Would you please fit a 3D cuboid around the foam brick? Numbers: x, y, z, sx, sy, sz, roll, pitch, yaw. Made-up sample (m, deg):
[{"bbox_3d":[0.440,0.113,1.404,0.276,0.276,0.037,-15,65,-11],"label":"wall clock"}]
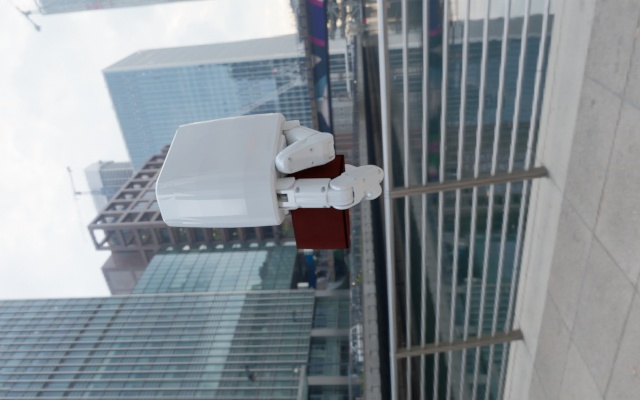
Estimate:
[{"bbox_3d":[0.000,0.002,0.460,0.051,0.078,0.053,-4,28,6],"label":"foam brick"}]
